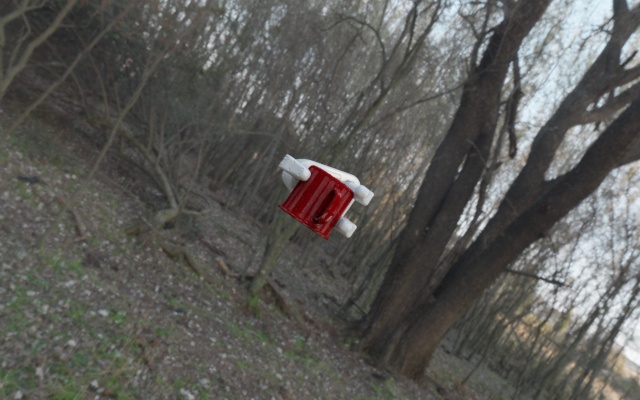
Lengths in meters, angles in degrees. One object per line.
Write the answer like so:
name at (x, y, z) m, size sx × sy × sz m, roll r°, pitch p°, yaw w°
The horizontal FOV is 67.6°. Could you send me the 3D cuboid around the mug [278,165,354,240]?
mug at (0.001, 0.002, 0.701) m, size 0.093 × 0.081 × 0.117 m, roll 35°, pitch -2°, yaw -16°
